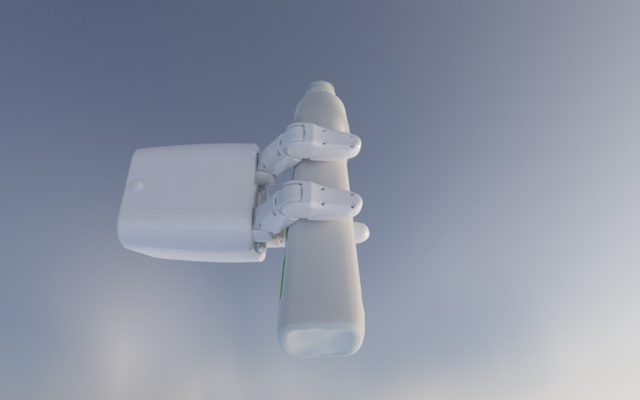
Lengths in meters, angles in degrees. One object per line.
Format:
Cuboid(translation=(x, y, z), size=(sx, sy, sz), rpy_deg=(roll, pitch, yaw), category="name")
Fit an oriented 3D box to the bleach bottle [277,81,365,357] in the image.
Cuboid(translation=(0.000, 0.001, 0.428), size=(0.068, 0.250, 0.103), rpy_deg=(0, -30, -1), category="bleach bottle")
